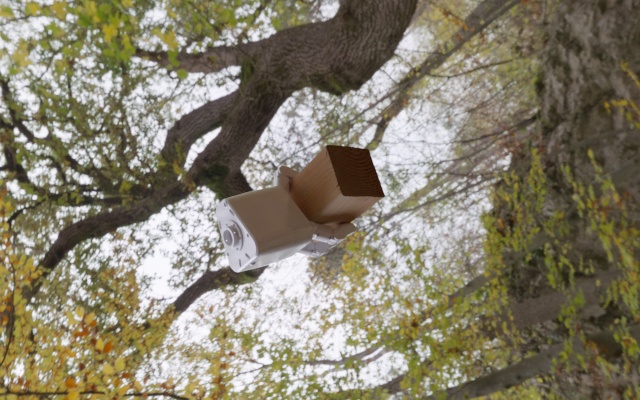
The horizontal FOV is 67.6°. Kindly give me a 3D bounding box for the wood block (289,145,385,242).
[{"bbox_3d":[0.000,0.002,0.797,0.090,0.090,0.206,1,-28,-37],"label":"wood block"}]
